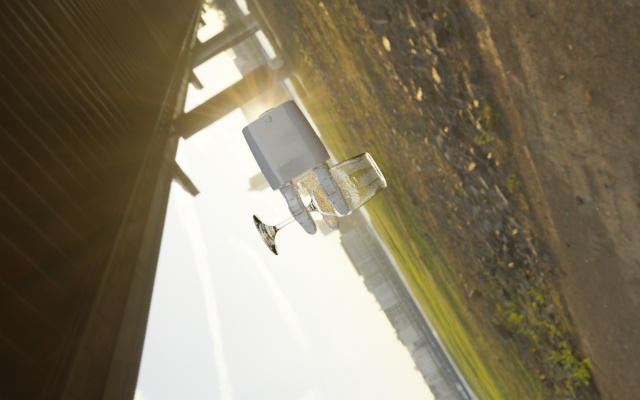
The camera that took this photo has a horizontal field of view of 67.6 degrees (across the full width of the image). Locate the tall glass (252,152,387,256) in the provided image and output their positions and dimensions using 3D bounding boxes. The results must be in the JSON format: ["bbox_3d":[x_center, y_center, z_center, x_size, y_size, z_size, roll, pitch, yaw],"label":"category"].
[{"bbox_3d":[0.000,0.003,0.731,0.201,0.079,0.079,-30,-2,3],"label":"tall glass"}]
